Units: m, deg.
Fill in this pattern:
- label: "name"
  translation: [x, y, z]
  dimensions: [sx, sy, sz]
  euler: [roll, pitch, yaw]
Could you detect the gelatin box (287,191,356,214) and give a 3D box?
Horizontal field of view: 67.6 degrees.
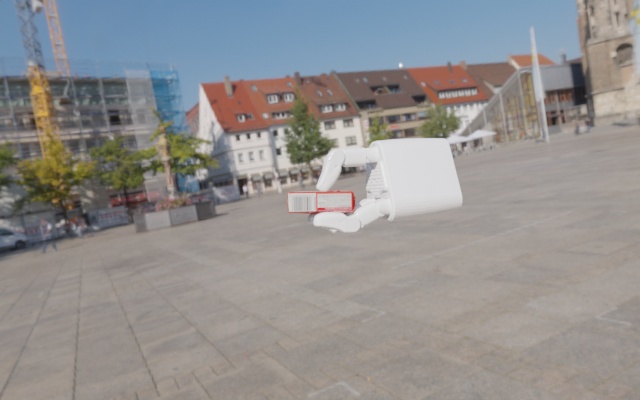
- label: "gelatin box"
  translation: [0.000, 0.002, 0.654]
  dimensions: [0.089, 0.030, 0.073]
  euler: [-1, 1, -2]
